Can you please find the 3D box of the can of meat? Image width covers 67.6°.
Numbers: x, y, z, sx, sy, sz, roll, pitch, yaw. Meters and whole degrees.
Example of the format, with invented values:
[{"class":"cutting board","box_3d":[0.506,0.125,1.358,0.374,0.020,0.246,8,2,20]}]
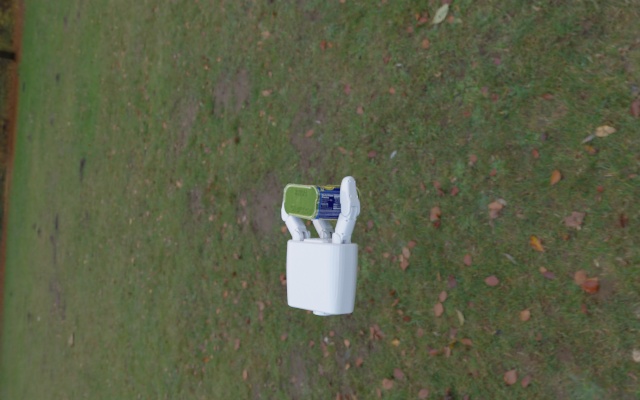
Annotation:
[{"class":"can of meat","box_3d":[0.000,0.002,0.761,0.084,0.057,0.102,2,2,-35]}]
